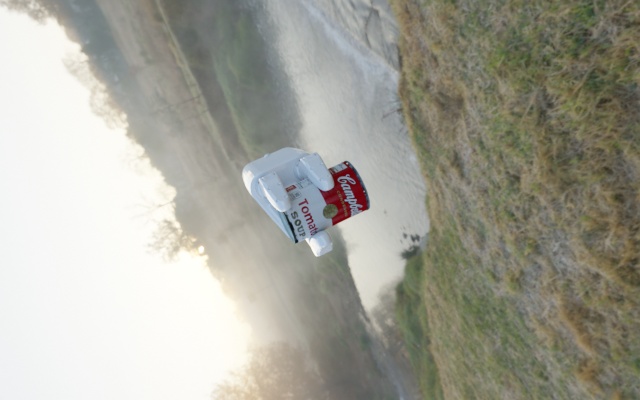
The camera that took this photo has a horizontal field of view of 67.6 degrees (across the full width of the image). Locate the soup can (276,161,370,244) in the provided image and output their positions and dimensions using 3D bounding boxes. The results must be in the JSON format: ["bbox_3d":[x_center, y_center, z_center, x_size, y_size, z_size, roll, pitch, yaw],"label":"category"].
[{"bbox_3d":[0.000,0.002,0.585,0.102,0.068,0.068,-25,5,-10],"label":"soup can"}]
